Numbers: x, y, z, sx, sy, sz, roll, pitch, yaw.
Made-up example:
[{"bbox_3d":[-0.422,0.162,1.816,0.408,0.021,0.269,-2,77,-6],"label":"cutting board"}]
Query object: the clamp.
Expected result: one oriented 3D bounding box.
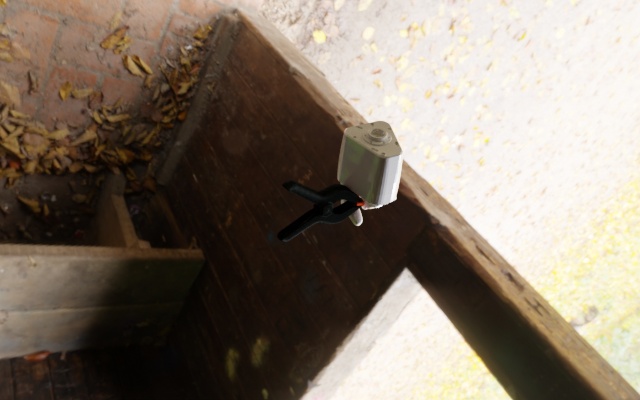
[{"bbox_3d":[0.001,0.003,0.852,0.171,0.120,0.039,-18,44,-23],"label":"clamp"}]
